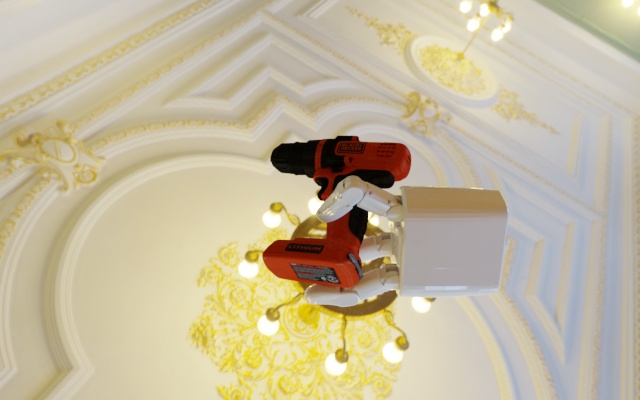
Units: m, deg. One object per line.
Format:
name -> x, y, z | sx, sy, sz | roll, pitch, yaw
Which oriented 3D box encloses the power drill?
power drill -> 0.000, 0.002, 0.556 | 0.184, 0.187, 0.057 | 3, -35, 26
